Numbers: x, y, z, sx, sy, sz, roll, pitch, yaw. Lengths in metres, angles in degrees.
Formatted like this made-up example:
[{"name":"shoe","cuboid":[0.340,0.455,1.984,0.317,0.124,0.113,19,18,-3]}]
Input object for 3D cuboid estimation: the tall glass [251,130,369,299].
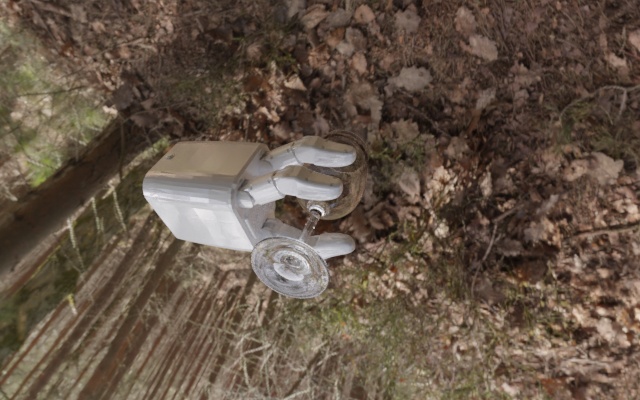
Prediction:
[{"name":"tall glass","cuboid":[0.000,0.002,0.495,0.079,0.079,0.201,0,36,21]}]
